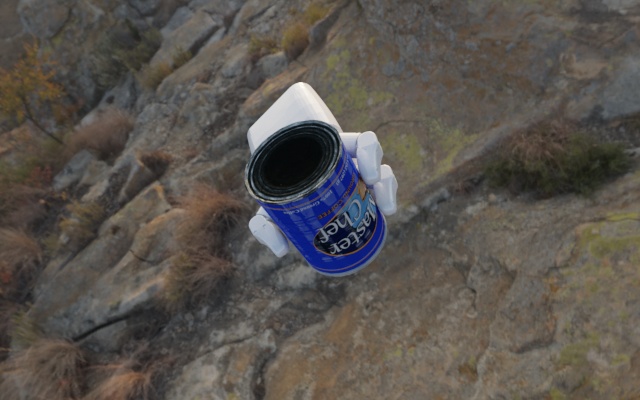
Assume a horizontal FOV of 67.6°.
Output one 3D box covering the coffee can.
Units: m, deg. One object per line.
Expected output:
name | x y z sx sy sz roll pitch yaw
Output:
coffee can | 0.000 0.002 0.498 0.103 0.102 0.140 0 -36 29
